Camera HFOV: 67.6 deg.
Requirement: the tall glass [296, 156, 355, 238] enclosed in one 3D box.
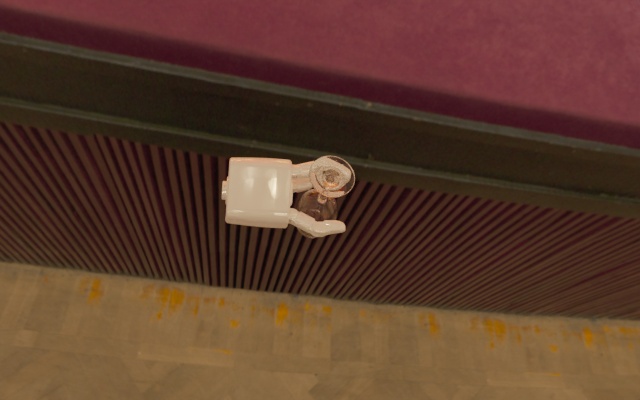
[{"bbox_3d":[0.000,0.003,0.841,0.079,0.079,0.201,0,-25,-11],"label":"tall glass"}]
